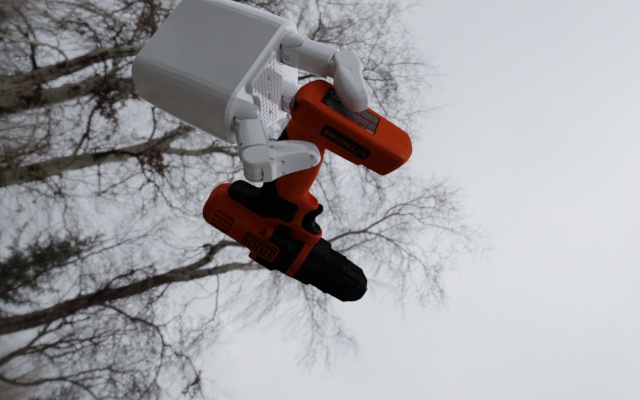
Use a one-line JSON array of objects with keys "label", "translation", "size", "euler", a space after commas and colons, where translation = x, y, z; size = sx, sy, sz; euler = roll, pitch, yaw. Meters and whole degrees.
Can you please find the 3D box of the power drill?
[{"label": "power drill", "translation": [0.000, 0.001, 0.438], "size": [0.184, 0.188, 0.057], "euler": [31, 34, -7]}]
